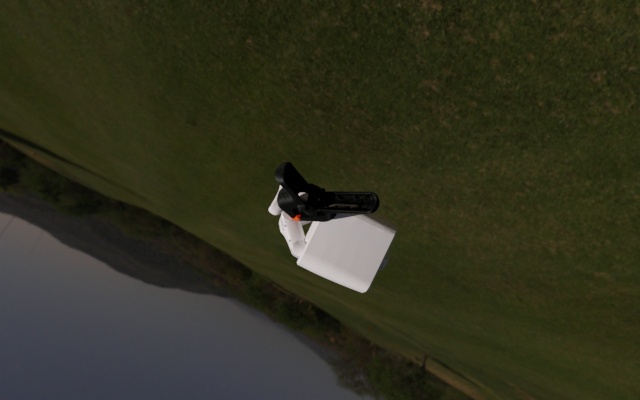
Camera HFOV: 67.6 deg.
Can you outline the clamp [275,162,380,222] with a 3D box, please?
[{"bbox_3d":[0.000,0.002,0.584,0.120,0.039,0.171,23,-13,-2],"label":"clamp"}]
